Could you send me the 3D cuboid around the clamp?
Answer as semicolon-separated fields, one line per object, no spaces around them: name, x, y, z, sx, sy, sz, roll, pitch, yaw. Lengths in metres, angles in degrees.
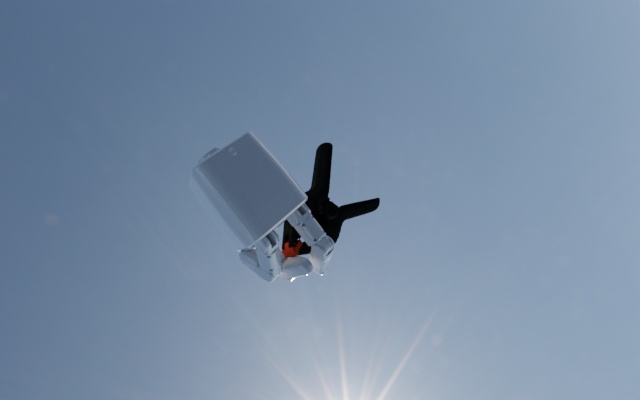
clamp;0.000;0.002;0.629;0.171;0.120;0.039;-41;3;-39
